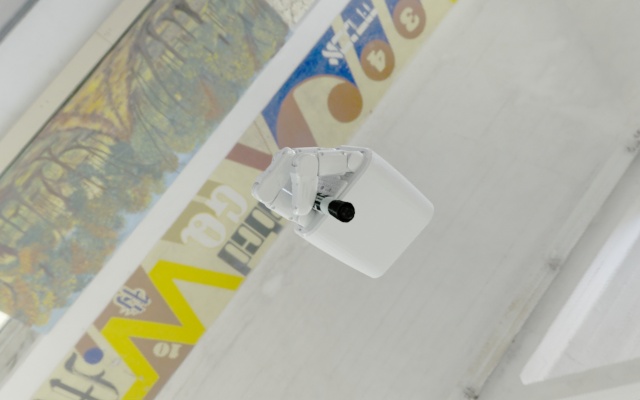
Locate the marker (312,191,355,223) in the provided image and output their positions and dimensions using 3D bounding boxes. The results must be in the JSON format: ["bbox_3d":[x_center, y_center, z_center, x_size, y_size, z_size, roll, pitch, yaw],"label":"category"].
[{"bbox_3d":[0.000,0.002,0.465,0.020,0.020,0.121,0,9,-25],"label":"marker"}]
